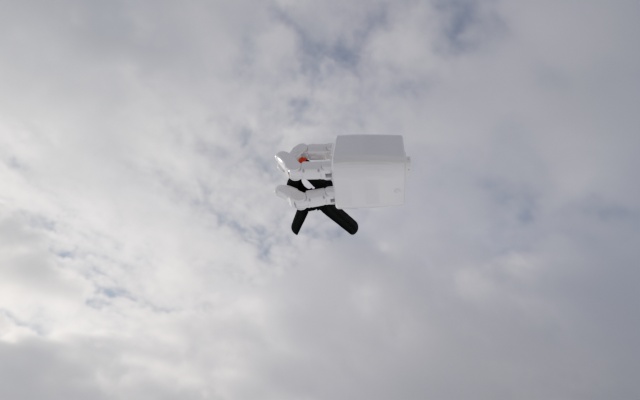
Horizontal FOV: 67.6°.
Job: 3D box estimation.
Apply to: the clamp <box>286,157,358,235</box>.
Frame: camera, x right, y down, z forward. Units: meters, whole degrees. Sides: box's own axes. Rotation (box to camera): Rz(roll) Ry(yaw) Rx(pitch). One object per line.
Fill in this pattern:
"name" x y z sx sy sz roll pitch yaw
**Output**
"clamp" 0.000 0.002 0.786 0.120 0.039 0.172 0 -41 8
